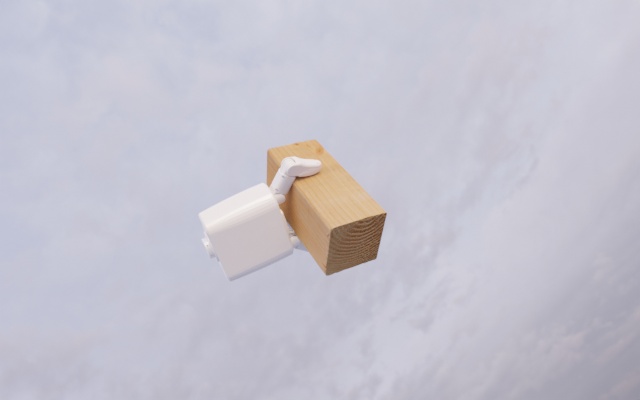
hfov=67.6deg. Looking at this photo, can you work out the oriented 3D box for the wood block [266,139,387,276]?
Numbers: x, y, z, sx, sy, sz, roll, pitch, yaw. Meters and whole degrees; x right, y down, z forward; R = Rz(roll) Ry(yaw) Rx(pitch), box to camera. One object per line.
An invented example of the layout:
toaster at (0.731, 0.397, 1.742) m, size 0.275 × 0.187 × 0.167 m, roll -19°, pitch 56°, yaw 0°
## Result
wood block at (0.000, 0.002, 0.719) m, size 0.090 × 0.091 × 0.206 m, roll -15°, pitch 42°, yaw -25°
